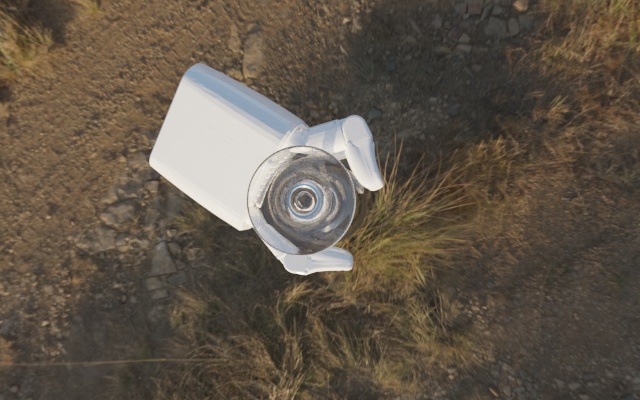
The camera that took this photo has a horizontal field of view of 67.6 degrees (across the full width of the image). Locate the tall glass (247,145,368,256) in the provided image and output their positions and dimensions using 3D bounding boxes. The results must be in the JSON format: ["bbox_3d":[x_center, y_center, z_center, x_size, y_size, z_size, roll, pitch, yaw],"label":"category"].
[{"bbox_3d":[0.000,0.001,0.415,0.079,0.079,0.201,0,-1,8],"label":"tall glass"}]
